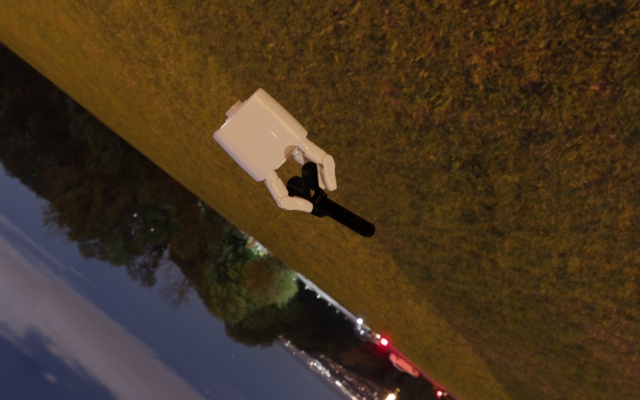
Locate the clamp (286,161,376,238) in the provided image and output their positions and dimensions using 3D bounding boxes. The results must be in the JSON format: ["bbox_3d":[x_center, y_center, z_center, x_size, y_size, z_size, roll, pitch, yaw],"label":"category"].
[{"bbox_3d":[-0.001,0.003,0.828,0.164,0.036,0.210,45,-16,-14],"label":"clamp"}]
